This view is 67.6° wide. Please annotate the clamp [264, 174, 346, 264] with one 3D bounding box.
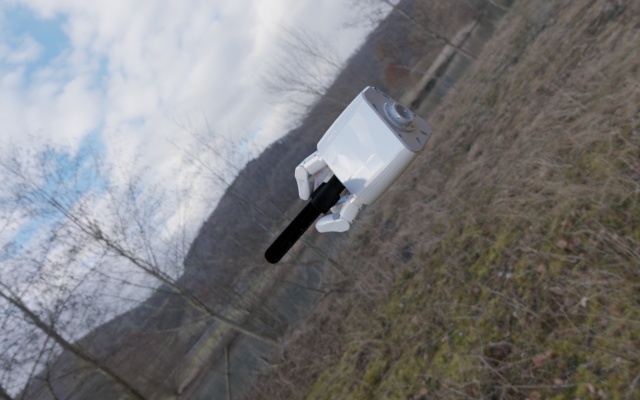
[{"bbox_3d":[0.000,0.001,0.708,0.165,0.036,0.210,-46,2,39],"label":"clamp"}]
